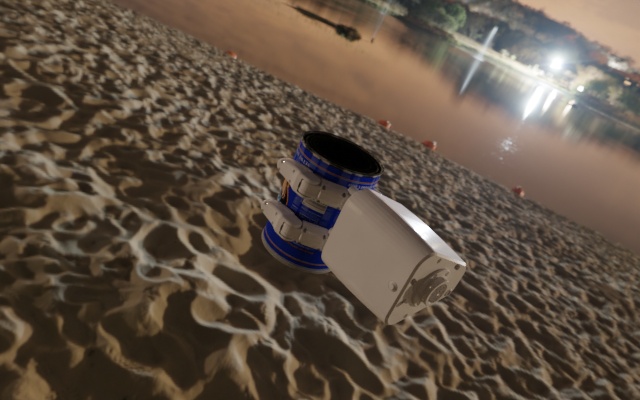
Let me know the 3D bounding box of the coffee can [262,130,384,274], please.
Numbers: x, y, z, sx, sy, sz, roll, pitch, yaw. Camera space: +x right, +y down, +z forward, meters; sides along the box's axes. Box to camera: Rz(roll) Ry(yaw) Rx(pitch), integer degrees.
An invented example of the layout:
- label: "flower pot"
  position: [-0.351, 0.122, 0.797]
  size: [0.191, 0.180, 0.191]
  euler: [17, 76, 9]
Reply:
- label: "coffee can"
  position: [0.000, 0.002, 0.574]
  size: [0.103, 0.140, 0.102]
  euler: [20, 25, -10]
